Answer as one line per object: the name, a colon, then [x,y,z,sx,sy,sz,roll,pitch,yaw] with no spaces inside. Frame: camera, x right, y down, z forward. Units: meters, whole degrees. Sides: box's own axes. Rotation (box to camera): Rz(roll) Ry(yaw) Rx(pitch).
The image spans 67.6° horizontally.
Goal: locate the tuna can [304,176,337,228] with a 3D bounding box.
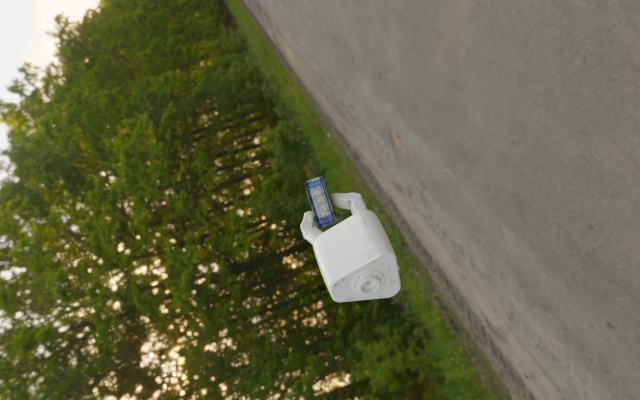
tuna can: [0.000,0.003,0.822,0.034,0.086,0.086,-18,0,1]
